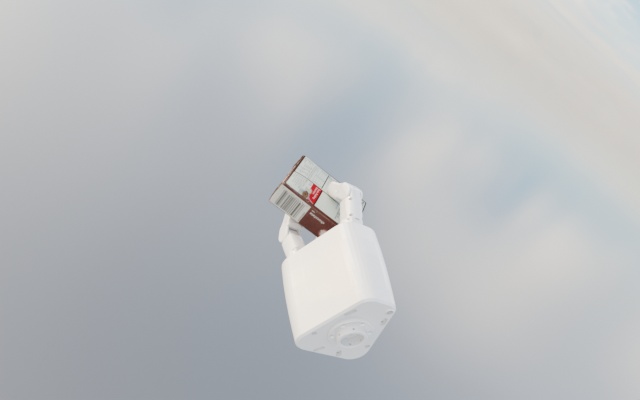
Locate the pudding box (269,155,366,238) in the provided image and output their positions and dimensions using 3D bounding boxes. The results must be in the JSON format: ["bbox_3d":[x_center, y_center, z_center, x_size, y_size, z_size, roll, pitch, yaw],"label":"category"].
[{"bbox_3d":[0.000,0.002,0.621,0.113,0.039,0.090,39,31,-6],"label":"pudding box"}]
